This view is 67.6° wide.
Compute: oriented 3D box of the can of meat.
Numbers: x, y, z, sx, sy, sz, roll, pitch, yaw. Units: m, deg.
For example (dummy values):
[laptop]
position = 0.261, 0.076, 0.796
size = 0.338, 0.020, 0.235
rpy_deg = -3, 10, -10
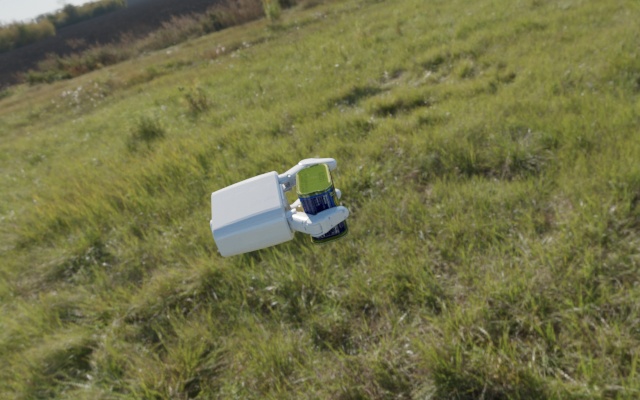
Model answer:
[can of meat]
position = 0.000, 0.002, 0.704
size = 0.057, 0.084, 0.102
rpy_deg = -16, 27, 3
